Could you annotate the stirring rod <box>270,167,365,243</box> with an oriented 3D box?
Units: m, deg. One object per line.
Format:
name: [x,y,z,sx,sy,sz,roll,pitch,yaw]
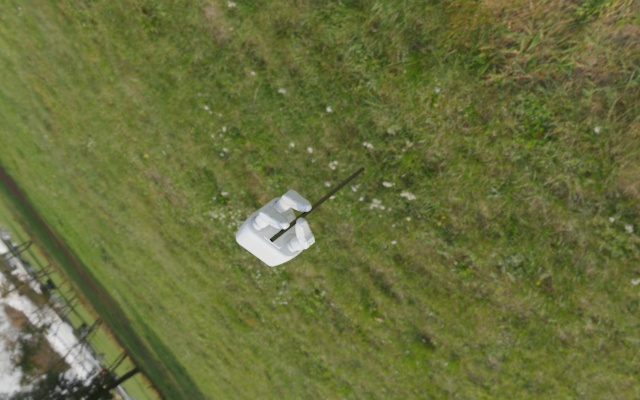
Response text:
stirring rod: [0.000,0.003,0.851,0.239,0.011,0.011,-38,21,-31]
